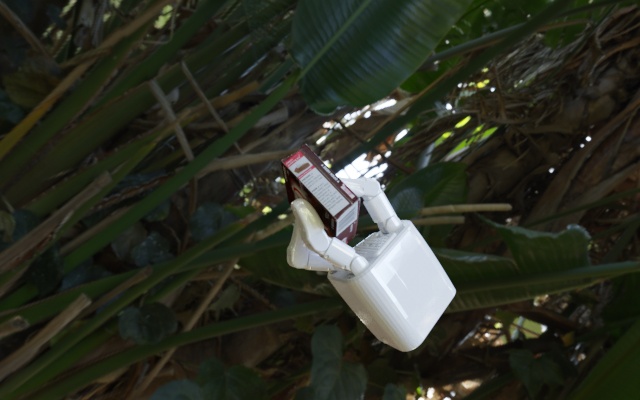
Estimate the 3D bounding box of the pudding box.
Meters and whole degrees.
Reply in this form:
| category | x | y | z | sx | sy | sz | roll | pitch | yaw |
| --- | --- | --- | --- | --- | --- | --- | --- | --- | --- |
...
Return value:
| category | x | y | z | sx | sy | sz | roll | pitch | yaw |
| --- | --- | --- | --- | --- | --- | --- | --- | --- | --- |
| pudding box | 0.000 | 0.002 | 0.535 | 0.039 | 0.090 | 0.113 | -38 | -19 | -17 |
